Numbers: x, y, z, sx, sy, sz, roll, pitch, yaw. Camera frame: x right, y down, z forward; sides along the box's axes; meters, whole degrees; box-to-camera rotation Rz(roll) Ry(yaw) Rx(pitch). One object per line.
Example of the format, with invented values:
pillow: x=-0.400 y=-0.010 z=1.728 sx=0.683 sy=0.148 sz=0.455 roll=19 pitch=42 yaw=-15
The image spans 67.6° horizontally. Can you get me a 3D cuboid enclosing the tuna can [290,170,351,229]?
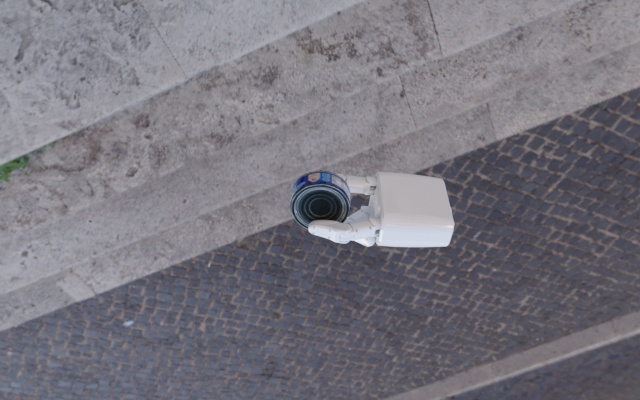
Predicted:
tuna can: x=0.000 y=0.003 z=0.676 sx=0.086 sy=0.086 sz=0.033 roll=0 pitch=35 yaw=1
